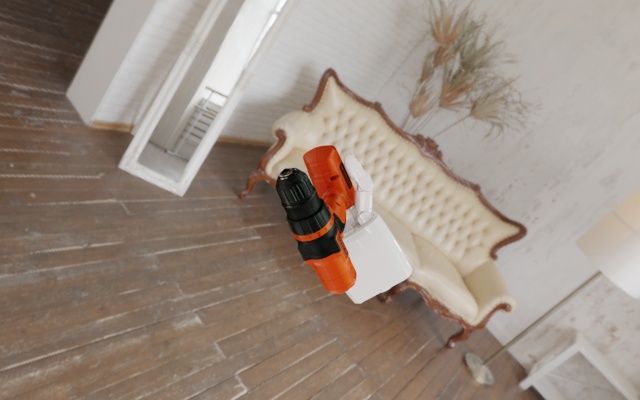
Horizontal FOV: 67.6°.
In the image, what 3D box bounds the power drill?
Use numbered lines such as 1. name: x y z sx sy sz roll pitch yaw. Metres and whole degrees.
1. power drill: 0.000 0.002 0.633 0.057 0.184 0.187 -14 31 16
